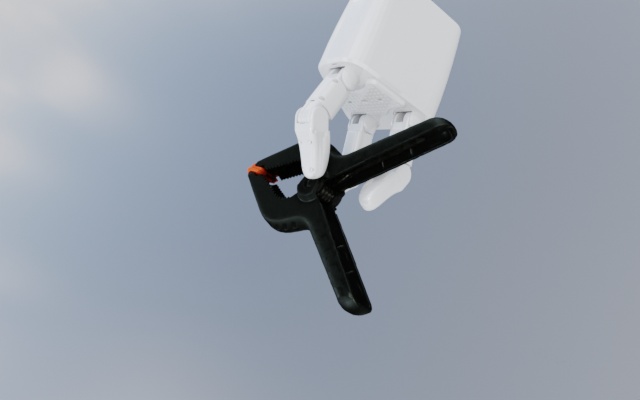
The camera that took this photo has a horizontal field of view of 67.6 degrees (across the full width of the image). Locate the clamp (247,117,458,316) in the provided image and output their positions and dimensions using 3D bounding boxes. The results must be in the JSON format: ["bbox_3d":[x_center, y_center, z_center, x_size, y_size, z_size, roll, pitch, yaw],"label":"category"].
[{"bbox_3d":[-0.001,0.001,0.417,0.210,0.164,0.036,8,-23,45],"label":"clamp"}]
